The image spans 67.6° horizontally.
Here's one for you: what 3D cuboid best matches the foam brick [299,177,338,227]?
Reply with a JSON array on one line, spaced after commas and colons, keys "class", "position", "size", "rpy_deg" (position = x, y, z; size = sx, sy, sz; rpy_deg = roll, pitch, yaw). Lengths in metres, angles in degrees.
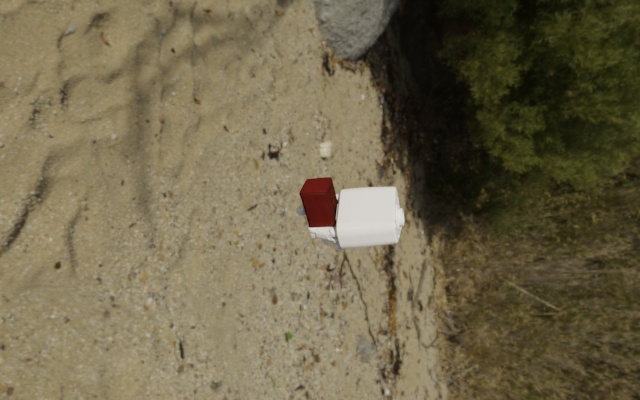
[{"class": "foam brick", "position": [0.000, 0.003, 0.881], "size": [0.051, 0.078, 0.053], "rpy_deg": [-4, 34, 18]}]
